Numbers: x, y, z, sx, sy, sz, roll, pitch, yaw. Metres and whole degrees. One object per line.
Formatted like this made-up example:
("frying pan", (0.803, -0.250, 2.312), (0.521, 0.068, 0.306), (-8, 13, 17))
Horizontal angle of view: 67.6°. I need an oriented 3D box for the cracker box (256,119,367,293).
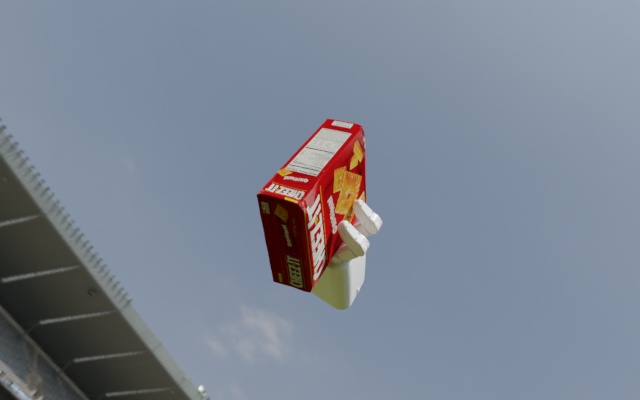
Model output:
("cracker box", (0.000, 0.002, 0.710), (0.072, 0.164, 0.213), (13, 41, 23))
